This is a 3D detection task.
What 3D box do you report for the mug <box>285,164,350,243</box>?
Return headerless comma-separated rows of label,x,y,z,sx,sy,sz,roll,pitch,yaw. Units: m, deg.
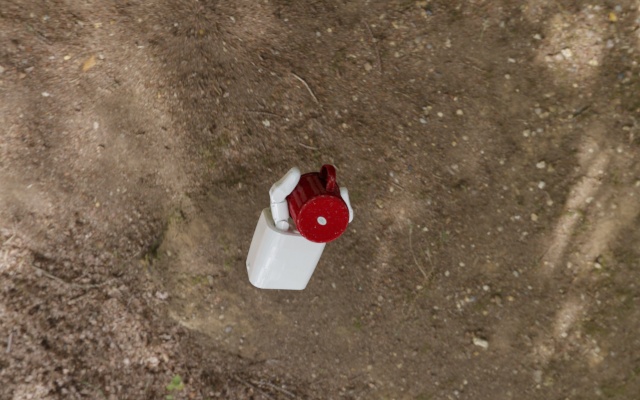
mug,0.001,0.001,0.724,0.093,0.117,0.081,14,19,-19
